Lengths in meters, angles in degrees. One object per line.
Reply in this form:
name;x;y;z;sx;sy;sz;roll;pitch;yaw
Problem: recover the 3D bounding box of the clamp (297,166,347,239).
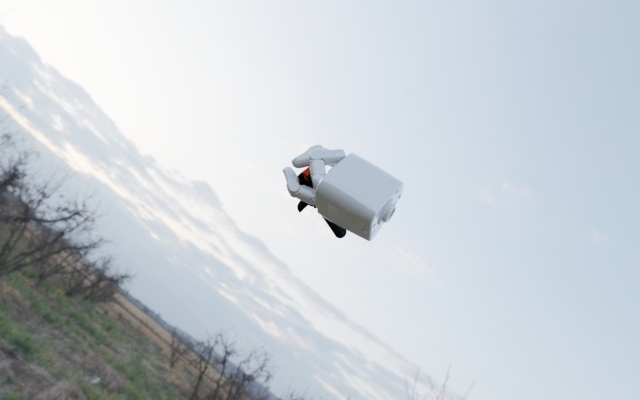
clamp;0.000;0.002;0.878;0.120;0.039;0.172;30;-24;18
